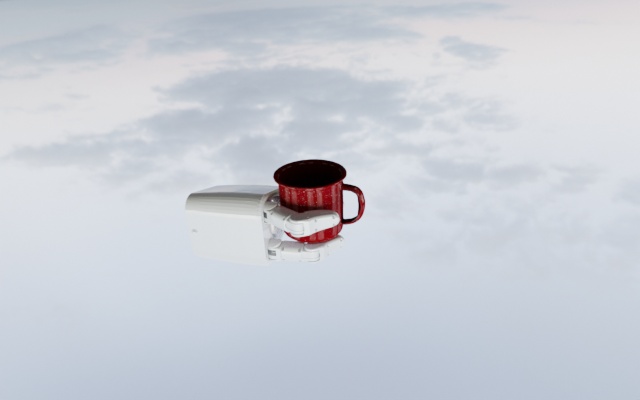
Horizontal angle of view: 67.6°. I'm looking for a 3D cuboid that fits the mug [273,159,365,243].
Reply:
[{"bbox_3d":[0.002,0.002,0.614,0.117,0.081,0.093,5,28,14],"label":"mug"}]
